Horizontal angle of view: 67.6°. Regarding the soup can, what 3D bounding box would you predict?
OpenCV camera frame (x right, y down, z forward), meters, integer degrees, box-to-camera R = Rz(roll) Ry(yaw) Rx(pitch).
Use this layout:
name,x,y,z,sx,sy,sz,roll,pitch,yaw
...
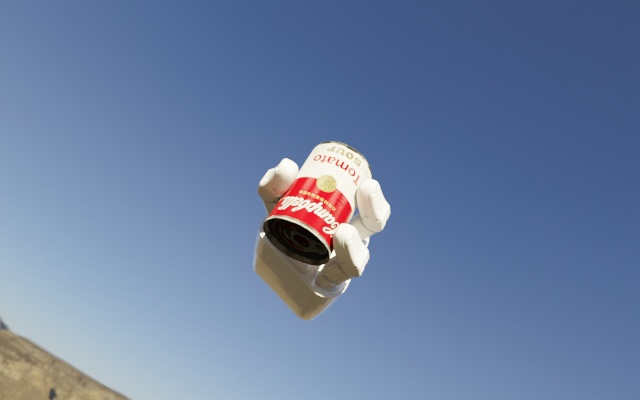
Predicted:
name,x,y,z,sx,sy,sz,roll,pitch,yaw
soup can,0.000,0.001,0.455,0.068,0.102,0.069,22,-33,15
